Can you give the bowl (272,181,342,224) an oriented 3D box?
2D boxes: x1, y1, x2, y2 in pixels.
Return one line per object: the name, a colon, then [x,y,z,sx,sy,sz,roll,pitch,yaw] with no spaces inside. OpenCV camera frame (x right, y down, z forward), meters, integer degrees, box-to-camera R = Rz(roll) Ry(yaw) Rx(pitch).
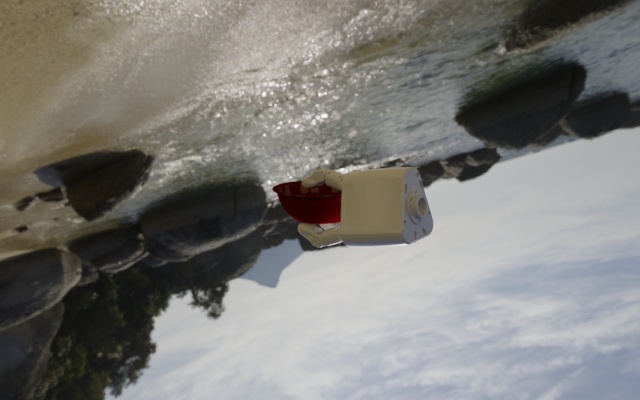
bowl: [-0.001,0.003,0.806,0.162,0.055,0.162,-1,12,0]
